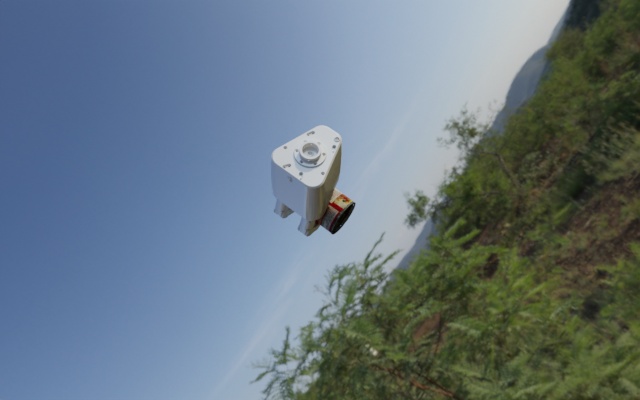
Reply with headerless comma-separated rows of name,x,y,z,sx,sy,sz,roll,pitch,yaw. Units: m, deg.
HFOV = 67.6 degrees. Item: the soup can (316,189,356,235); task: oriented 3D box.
soup can,0.000,0.003,0.829,0.102,0.068,0.068,35,10,15
